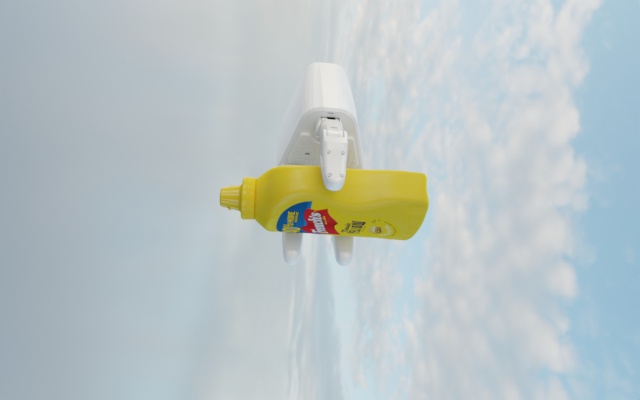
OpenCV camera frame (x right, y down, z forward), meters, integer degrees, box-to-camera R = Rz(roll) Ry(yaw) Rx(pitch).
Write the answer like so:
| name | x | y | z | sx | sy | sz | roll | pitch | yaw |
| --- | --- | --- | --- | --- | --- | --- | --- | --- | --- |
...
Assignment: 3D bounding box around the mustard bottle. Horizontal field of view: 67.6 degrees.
| name | x | y | z | sx | sy | sz | roll | pitch | yaw |
| --- | --- | --- | --- | --- | --- | --- | --- | --- | --- |
| mustard bottle | 0.000 | 0.002 | 0.463 | 0.191 | 0.058 | 0.096 | 4 | -23 | -6 |
